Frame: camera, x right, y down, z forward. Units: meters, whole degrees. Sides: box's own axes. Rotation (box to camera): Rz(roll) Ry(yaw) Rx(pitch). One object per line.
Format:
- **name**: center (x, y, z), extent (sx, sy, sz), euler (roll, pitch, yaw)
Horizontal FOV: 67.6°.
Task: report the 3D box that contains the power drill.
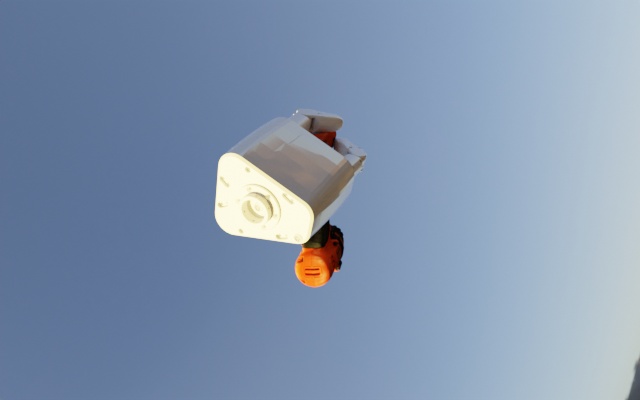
- **power drill**: center (0.000, 0.002, 0.634), extent (0.057, 0.188, 0.184), euler (-5, 9, 8)
